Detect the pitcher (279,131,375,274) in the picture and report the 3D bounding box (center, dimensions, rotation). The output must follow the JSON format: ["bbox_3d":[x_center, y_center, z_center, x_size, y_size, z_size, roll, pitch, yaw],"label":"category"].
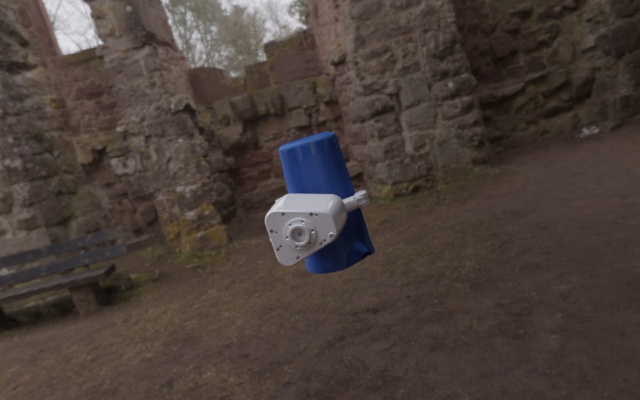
[{"bbox_3d":[0.000,0.003,0.888,0.149,0.243,0.145,-14,10,11],"label":"pitcher"}]
